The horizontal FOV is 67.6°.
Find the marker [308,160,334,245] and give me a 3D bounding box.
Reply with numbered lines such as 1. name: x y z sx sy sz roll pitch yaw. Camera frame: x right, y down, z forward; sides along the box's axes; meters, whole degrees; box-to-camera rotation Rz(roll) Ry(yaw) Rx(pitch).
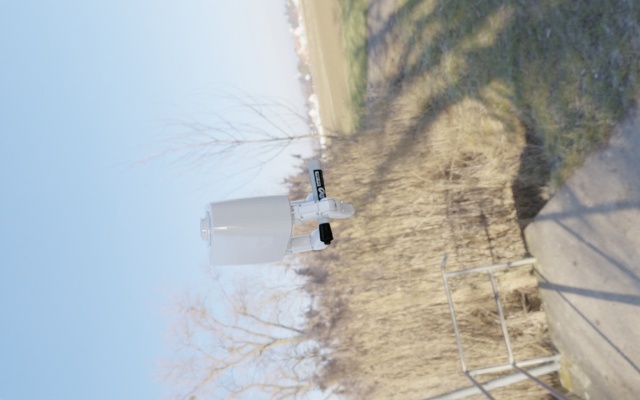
1. marker: 0.000 0.002 0.658 0.020 0.121 0.020 -8 -18 -3
